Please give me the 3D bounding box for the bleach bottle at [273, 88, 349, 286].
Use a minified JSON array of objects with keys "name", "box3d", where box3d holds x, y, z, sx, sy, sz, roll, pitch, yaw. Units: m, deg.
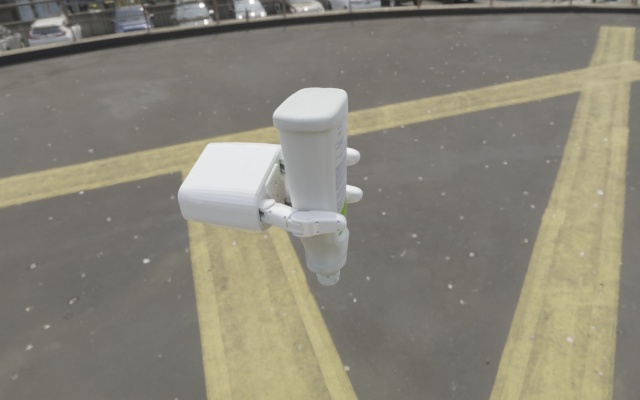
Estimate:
[{"name":"bleach bottle","box3d":[0.000,0.002,0.568,0.068,0.251,0.102,6,32,16]}]
